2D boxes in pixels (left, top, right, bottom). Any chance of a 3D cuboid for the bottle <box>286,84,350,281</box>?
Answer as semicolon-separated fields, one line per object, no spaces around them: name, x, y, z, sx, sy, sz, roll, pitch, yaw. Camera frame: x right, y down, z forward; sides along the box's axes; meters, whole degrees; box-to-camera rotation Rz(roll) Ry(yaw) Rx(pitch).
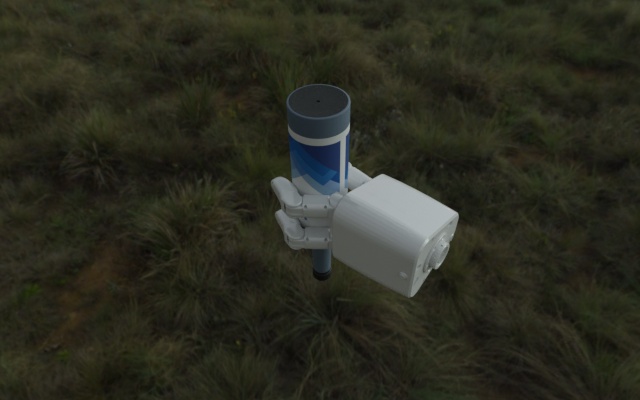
bottle;0.000;0.002;0.596;0.069;0.296;0.069;-1;45;1
